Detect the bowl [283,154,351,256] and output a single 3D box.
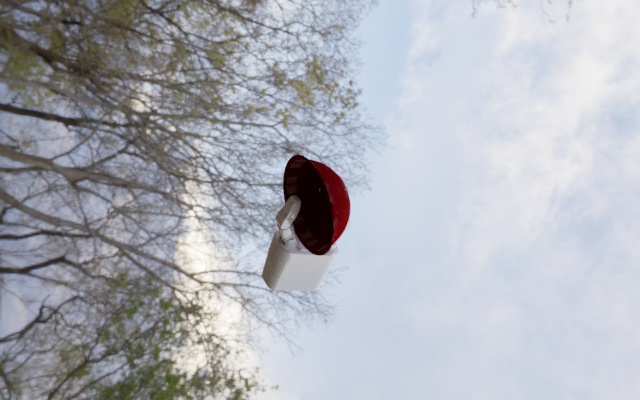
[{"bbox_3d":[0.001,0.002,0.752,0.055,0.162,0.162,-15,7,-27],"label":"bowl"}]
